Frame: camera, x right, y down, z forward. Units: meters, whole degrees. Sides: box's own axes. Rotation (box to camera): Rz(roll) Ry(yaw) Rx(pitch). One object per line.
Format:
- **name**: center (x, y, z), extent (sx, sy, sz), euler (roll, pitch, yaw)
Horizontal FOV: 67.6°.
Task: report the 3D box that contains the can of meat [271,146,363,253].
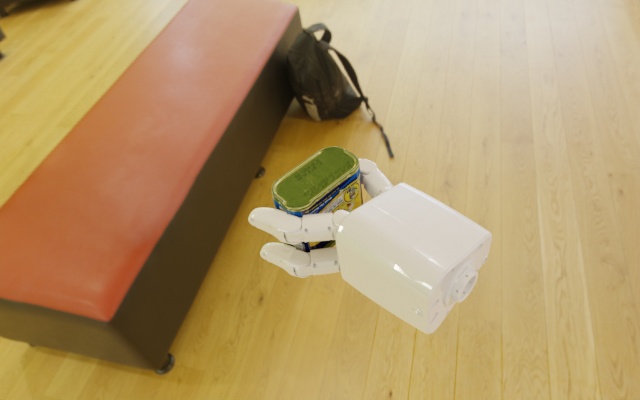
- **can of meat**: center (0.000, 0.001, 0.514), extent (0.102, 0.084, 0.057), euler (-38, 53, -23)
